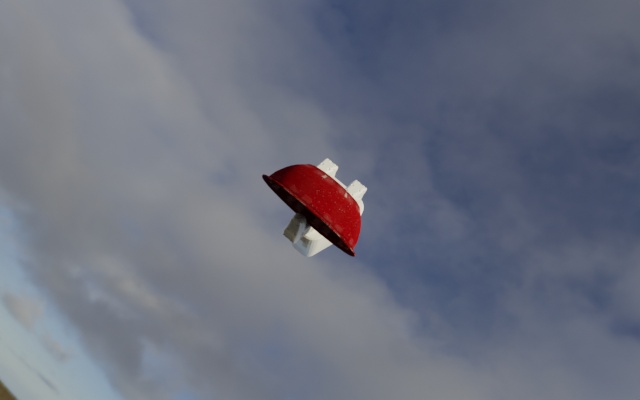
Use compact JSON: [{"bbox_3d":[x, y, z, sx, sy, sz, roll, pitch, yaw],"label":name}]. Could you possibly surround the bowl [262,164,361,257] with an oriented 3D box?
[{"bbox_3d":[0.001,0.002,0.631,0.162,0.055,0.162,40,-7,6],"label":"bowl"}]
